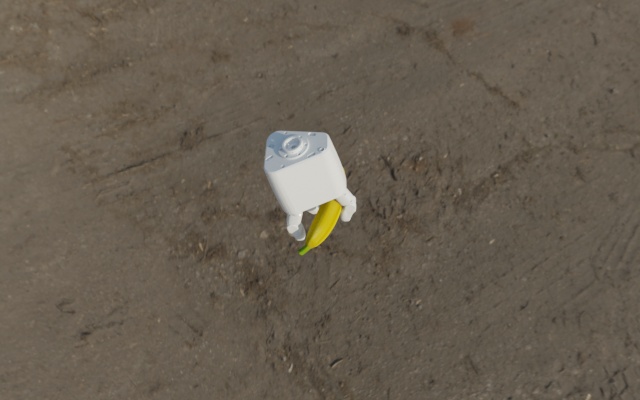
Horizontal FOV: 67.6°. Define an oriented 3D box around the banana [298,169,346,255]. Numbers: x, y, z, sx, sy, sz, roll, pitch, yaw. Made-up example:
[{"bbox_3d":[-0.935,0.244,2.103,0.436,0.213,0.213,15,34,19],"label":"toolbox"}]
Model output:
[{"bbox_3d":[0.012,0.004,0.857,0.069,0.197,0.037,-6,-37,46],"label":"banana"}]
